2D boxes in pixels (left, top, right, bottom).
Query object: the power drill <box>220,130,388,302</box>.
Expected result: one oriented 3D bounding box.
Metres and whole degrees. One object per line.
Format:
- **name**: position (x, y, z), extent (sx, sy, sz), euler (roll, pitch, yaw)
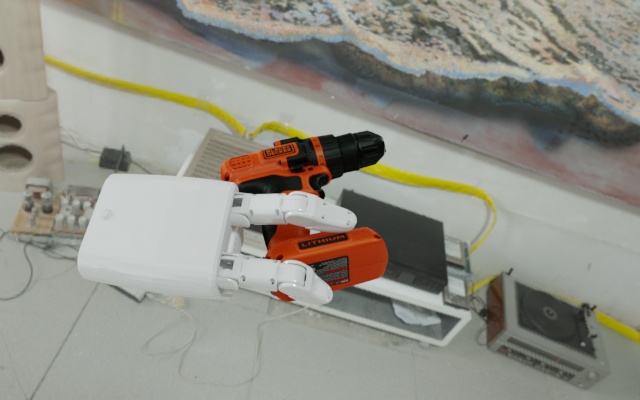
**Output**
- **power drill**: position (0.000, 0.002, 0.474), extent (0.184, 0.057, 0.187), euler (-15, 40, -6)
